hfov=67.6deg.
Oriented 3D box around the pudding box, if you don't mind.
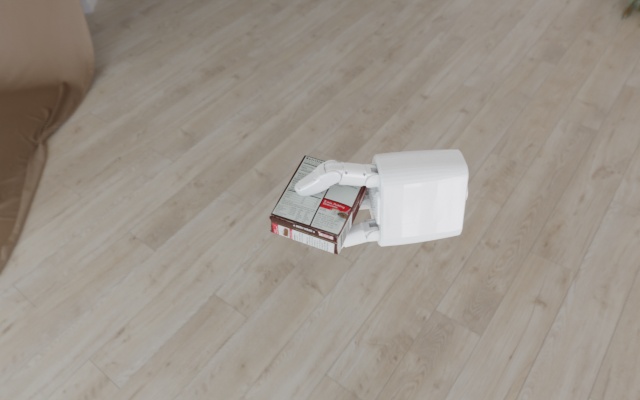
[{"bbox_3d":[0.000,0.002,0.591,0.090,0.113,0.039,17,-40,14],"label":"pudding box"}]
